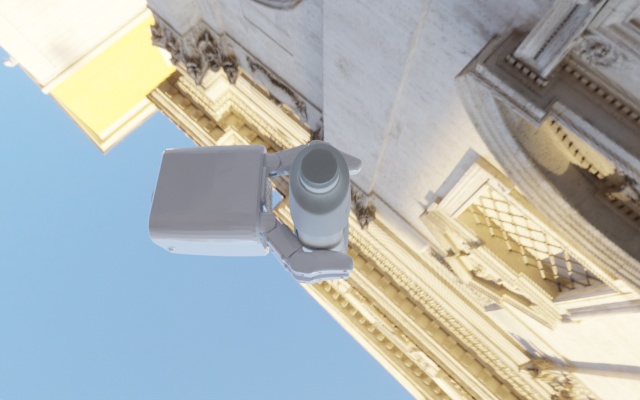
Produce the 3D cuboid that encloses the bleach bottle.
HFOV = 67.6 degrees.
[{"bbox_3d":[0.000,0.002,0.479,0.068,0.102,0.251,-1,-17,0],"label":"bleach bottle"}]
